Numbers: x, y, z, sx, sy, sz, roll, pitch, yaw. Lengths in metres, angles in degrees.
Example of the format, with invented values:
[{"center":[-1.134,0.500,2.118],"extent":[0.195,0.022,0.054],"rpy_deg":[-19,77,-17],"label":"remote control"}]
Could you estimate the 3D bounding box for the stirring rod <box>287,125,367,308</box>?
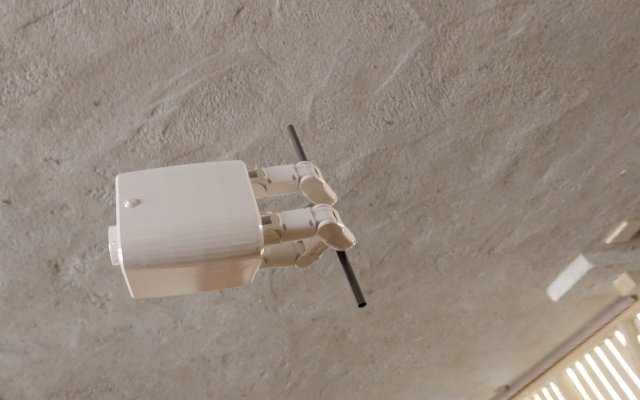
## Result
[{"center":[0.000,0.002,0.475],"extent":[0.011,0.239,0.011],"rpy_deg":[-13,-40,-11],"label":"stirring rod"}]
